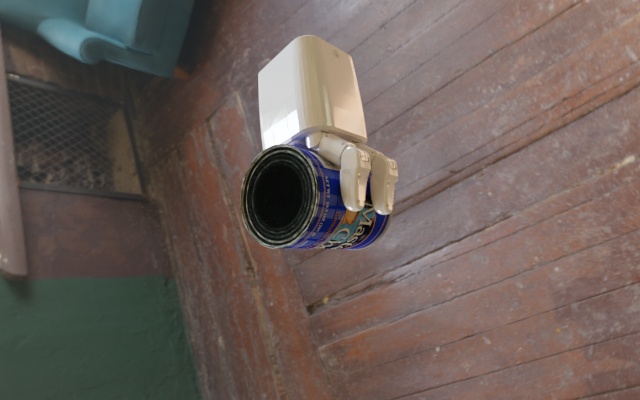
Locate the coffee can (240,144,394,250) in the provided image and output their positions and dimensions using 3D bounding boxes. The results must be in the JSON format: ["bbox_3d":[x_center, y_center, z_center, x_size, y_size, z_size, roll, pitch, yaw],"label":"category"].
[{"bbox_3d":[0.000,0.002,0.515,0.103,0.103,0.140,0,-5,38],"label":"coffee can"}]
